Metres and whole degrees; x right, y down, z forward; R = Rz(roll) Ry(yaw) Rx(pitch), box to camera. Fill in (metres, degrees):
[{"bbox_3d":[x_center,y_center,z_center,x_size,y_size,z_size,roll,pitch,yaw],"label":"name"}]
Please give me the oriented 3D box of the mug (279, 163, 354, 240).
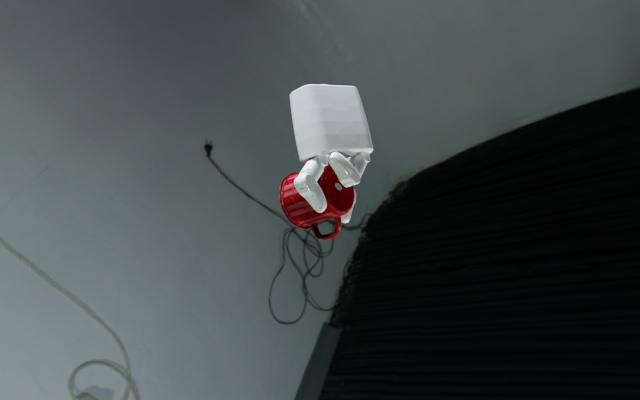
[{"bbox_3d":[0.001,0.004,0.733,0.081,0.117,0.093,-18,-8,40],"label":"mug"}]
